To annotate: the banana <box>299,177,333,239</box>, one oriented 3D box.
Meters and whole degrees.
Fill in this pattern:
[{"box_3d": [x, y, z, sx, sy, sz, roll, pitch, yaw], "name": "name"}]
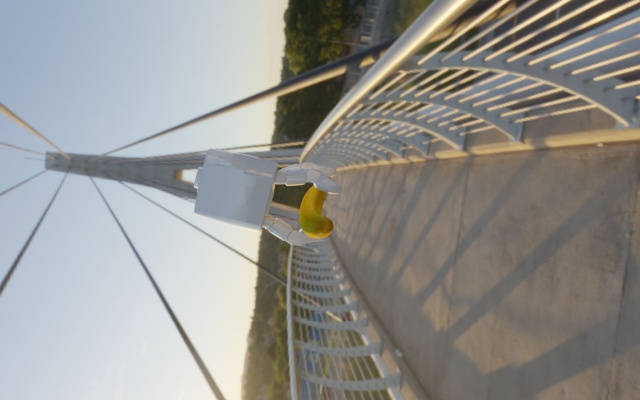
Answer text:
[{"box_3d": [-0.008, 0.016, 0.740, 0.037, 0.070, 0.197, 22, 23, -11], "name": "banana"}]
